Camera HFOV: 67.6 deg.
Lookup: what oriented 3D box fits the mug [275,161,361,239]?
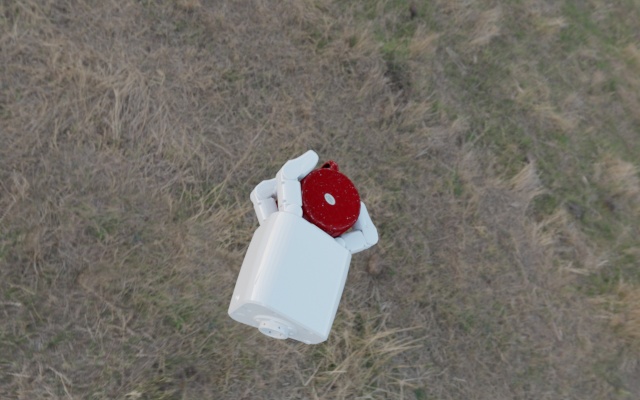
[{"bbox_3d":[0.001,0.001,0.594,0.093,0.117,0.081,26,-31,-15],"label":"mug"}]
